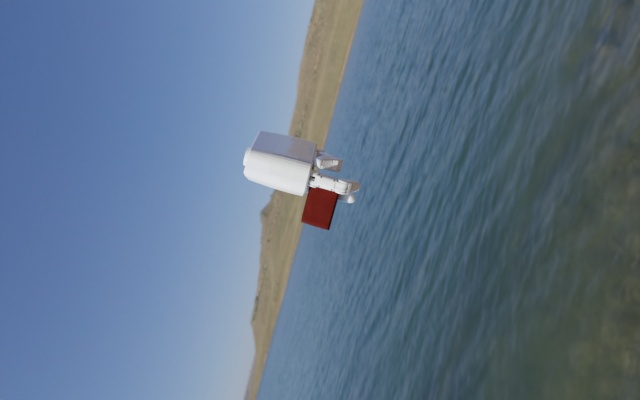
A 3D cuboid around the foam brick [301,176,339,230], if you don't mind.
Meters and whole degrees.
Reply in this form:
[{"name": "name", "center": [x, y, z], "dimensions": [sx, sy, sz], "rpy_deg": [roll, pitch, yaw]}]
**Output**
[{"name": "foam brick", "center": [0.000, 0.003, 0.832], "dimensions": [0.051, 0.078, 0.053], "rpy_deg": [14, 14, -4]}]
